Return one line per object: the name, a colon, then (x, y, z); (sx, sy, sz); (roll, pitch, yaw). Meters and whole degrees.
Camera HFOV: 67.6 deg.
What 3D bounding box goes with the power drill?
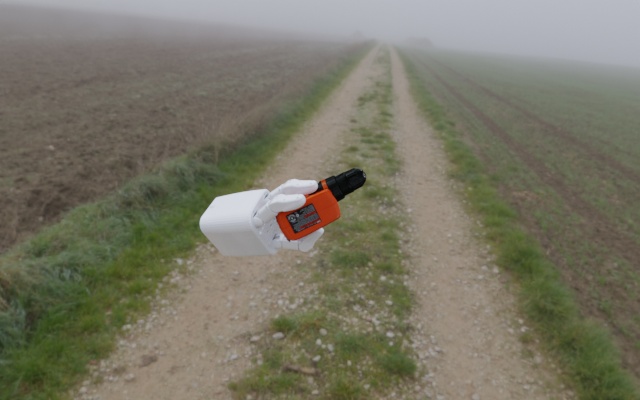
power drill: (0.000, 0.003, 0.860); (0.184, 0.057, 0.187); (-28, 6, 9)
